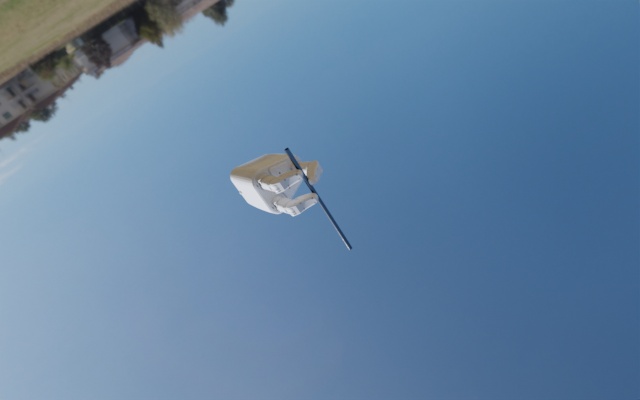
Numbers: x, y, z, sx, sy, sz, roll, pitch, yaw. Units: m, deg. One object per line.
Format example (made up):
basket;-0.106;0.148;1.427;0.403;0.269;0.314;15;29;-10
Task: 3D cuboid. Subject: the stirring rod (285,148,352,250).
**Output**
stirring rod;0.000;0.003;0.861;0.011;0.240;0.011;-25;29;15
